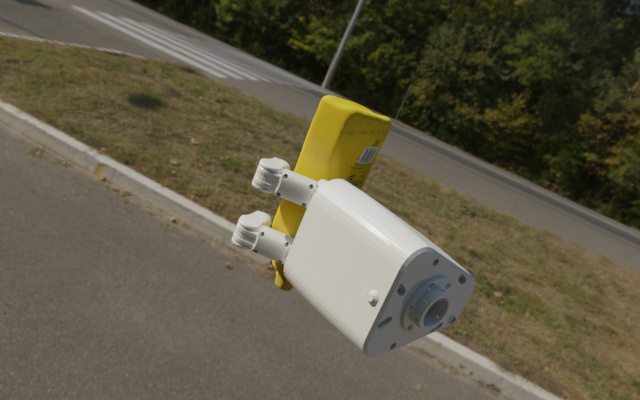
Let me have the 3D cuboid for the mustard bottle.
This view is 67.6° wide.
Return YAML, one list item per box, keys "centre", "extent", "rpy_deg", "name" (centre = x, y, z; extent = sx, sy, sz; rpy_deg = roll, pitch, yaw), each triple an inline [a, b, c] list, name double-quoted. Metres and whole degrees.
- centre: [0.000, 0.001, 0.452]
  extent: [0.058, 0.192, 0.096]
  rpy_deg: [29, 16, 21]
  name: "mustard bottle"
